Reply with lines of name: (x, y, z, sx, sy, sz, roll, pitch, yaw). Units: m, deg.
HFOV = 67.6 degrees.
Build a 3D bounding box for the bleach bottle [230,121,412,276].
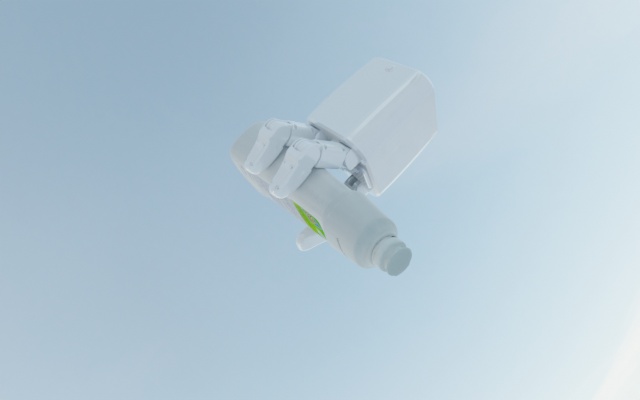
bleach bottle: (0.000, 0.002, 0.492, 0.250, 0.068, 0.103, 38, -9, 45)
